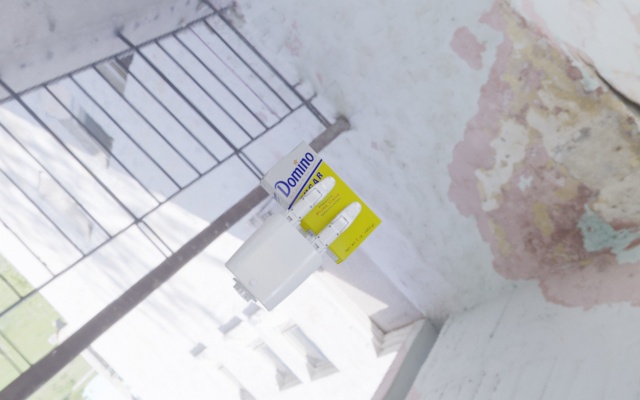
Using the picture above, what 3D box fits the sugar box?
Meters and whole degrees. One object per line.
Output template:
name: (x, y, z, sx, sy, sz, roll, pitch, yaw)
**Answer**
sugar box: (0.000, 0.002, 0.735, 0.093, 0.176, 0.048, -44, 0, -18)
